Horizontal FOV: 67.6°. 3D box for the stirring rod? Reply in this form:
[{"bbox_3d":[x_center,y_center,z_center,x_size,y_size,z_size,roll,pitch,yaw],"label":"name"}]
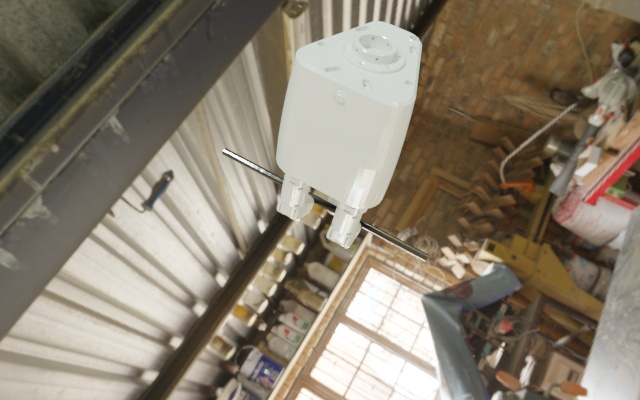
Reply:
[{"bbox_3d":[0.000,0.002,0.491,0.239,0.011,0.011,28,6,12],"label":"stirring rod"}]
